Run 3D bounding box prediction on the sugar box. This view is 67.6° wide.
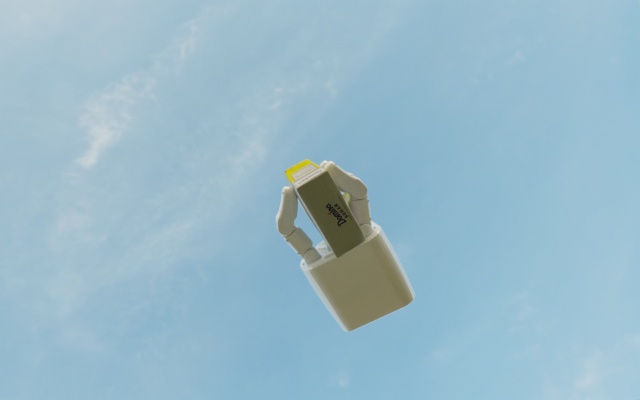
[{"bbox_3d":[0.001,0.002,0.594,0.048,0.093,0.176,-31,13,-5],"label":"sugar box"}]
